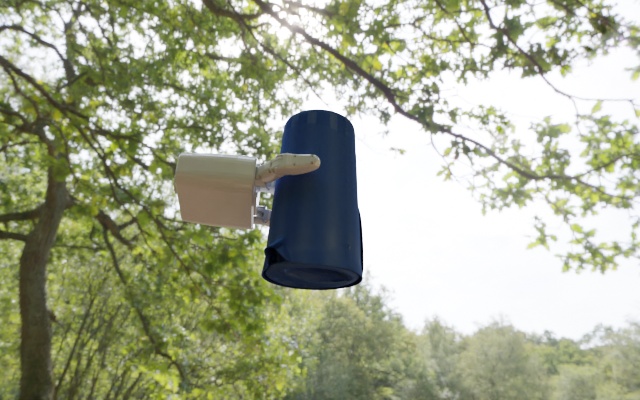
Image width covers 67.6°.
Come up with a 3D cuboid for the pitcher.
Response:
[{"bbox_3d":[0.000,0.002,0.680,0.145,0.242,0.149,4,-24,-3],"label":"pitcher"}]
